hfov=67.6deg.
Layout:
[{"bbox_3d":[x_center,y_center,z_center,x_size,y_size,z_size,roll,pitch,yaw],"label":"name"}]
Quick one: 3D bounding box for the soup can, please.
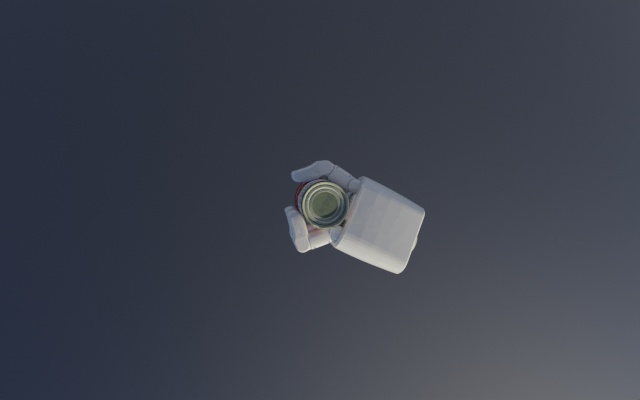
[{"bbox_3d":[0.000,0.002,0.690,0.068,0.068,0.102,0,5,-7],"label":"soup can"}]
